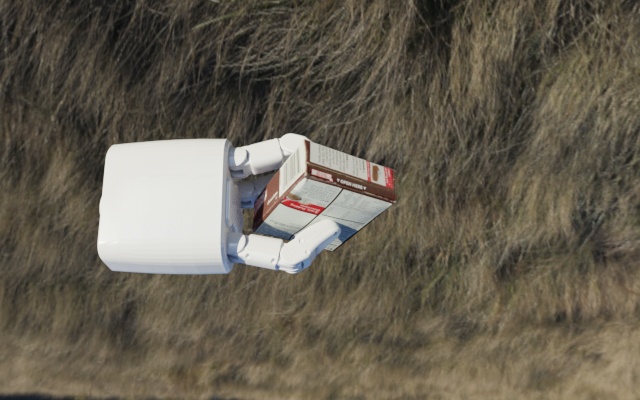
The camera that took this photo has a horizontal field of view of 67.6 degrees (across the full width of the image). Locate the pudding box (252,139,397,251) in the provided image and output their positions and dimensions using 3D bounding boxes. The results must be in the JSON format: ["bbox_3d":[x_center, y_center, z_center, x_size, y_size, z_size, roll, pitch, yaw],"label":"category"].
[{"bbox_3d":[0.000,0.002,0.430,0.090,0.039,0.113,15,-33,-24],"label":"pudding box"}]
